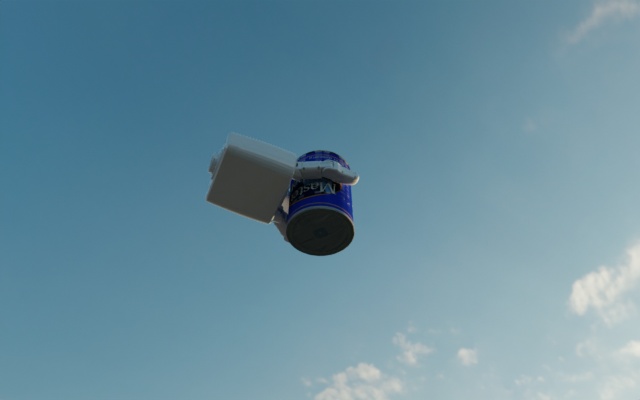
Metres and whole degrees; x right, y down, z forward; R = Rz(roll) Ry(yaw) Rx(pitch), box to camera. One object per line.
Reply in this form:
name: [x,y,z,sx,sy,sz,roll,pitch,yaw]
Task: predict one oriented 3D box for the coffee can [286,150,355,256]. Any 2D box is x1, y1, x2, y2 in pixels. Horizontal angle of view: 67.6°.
coffee can: [0.000,0.003,0.760,0.103,0.103,0.140,0,42,0]
